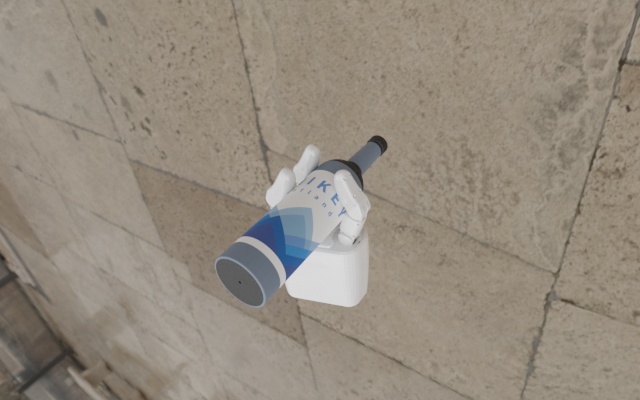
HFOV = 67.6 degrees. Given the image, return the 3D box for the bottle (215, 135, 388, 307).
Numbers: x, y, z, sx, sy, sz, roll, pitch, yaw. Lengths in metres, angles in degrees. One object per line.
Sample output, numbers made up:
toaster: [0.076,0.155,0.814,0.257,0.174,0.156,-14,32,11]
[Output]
bottle: [0.000,0.002,0.569,0.069,0.069,0.295,0,33,41]
